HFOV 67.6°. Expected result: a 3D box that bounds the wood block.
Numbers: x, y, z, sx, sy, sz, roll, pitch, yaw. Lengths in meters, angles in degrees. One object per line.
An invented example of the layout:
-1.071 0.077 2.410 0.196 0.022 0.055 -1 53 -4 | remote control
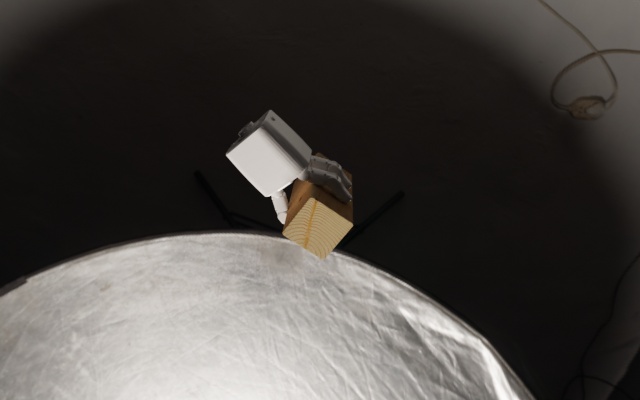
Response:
0.000 0.003 0.887 0.090 0.091 0.206 33 24 -13 | wood block
